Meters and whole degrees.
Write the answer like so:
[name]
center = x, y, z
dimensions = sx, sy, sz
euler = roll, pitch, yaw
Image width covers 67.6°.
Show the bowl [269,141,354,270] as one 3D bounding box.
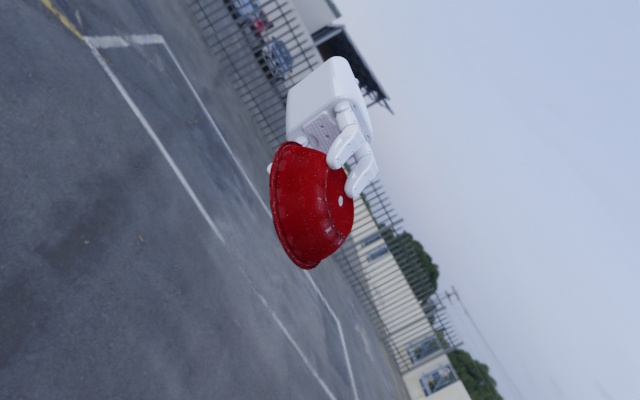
[bowl]
center = 0.000, 0.003, 0.585
dimensions = 0.055, 0.162, 0.162
euler = -9, -3, 23
